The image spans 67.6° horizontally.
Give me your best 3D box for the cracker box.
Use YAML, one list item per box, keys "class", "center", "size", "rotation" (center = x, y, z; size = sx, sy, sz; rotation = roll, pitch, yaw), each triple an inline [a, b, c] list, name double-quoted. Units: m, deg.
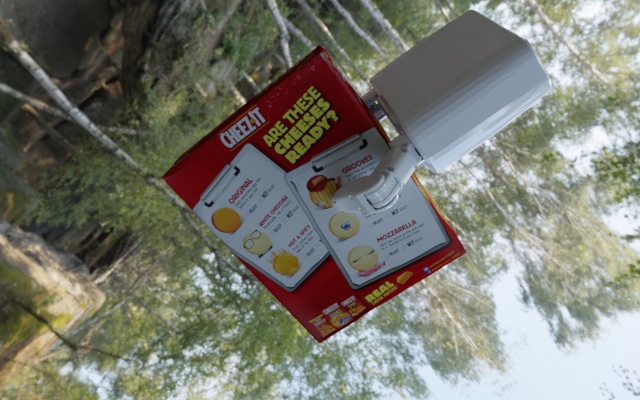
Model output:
- class: "cracker box"
  center: [0.000, 0.002, 0.426]
  size: [0.164, 0.214, 0.072]
  rotation: [-35, 19, 13]
